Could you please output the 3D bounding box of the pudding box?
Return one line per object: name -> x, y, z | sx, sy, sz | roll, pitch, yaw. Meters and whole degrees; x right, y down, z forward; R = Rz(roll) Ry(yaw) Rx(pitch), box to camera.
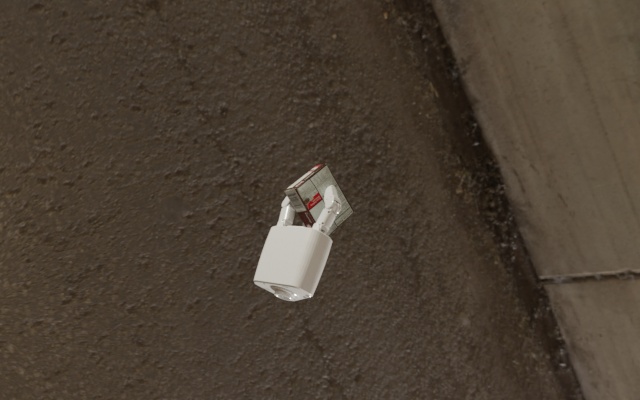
pudding box -> 0.000, 0.003, 0.871 | 0.090, 0.113, 0.039 | -41, 20, -34
